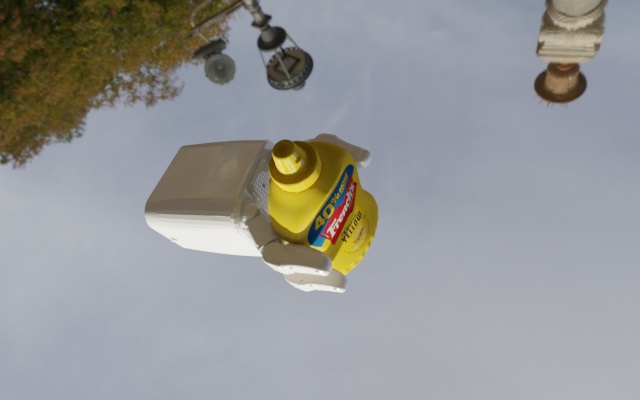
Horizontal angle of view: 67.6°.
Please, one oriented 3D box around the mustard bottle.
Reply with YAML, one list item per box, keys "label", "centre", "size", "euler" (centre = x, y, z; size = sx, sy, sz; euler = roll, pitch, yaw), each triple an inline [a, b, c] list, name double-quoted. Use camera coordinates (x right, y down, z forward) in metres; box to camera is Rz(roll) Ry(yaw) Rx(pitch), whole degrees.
- label: "mustard bottle"
  centre: [0.000, 0.002, 0.436]
  size: [0.058, 0.096, 0.192]
  euler: [26, -14, 28]
